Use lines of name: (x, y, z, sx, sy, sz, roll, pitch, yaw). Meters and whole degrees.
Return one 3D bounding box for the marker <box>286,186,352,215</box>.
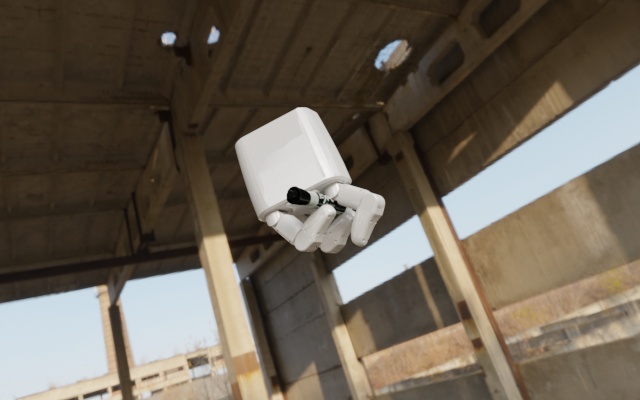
marker: (0.000, 0.002, 0.535, 0.020, 0.020, 0.121, 0, -7, 31)
